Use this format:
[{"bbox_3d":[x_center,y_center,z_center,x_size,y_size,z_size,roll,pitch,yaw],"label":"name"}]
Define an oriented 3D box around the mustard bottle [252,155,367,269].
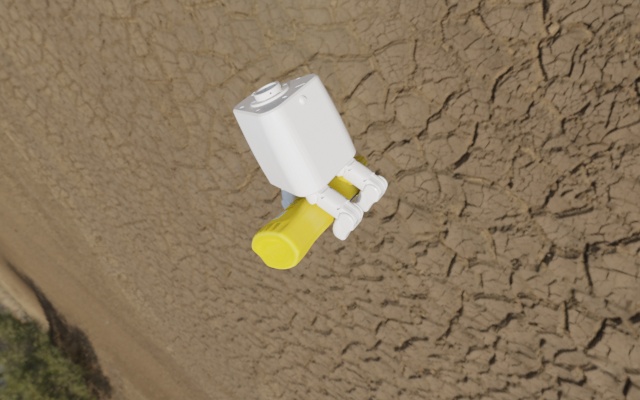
[{"bbox_3d":[0.000,0.002,0.606,0.191,0.058,0.096,-46,8,-32],"label":"mustard bottle"}]
